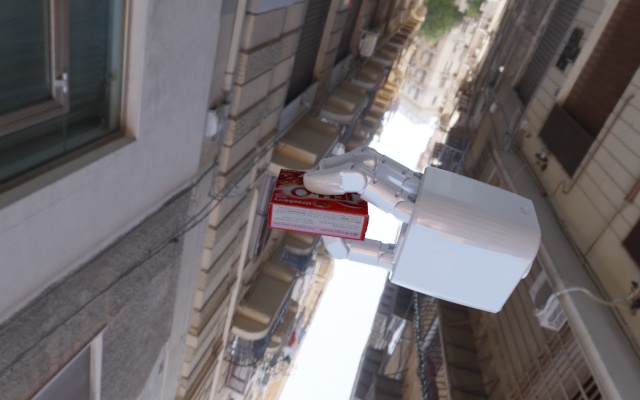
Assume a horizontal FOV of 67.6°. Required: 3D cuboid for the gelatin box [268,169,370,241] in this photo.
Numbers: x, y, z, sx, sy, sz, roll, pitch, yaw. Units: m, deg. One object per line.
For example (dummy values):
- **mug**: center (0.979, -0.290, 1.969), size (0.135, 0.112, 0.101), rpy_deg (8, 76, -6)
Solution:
- **gelatin box**: center (0.000, 0.002, 0.447), size (0.089, 0.030, 0.073), rpy_deg (7, 28, -1)
